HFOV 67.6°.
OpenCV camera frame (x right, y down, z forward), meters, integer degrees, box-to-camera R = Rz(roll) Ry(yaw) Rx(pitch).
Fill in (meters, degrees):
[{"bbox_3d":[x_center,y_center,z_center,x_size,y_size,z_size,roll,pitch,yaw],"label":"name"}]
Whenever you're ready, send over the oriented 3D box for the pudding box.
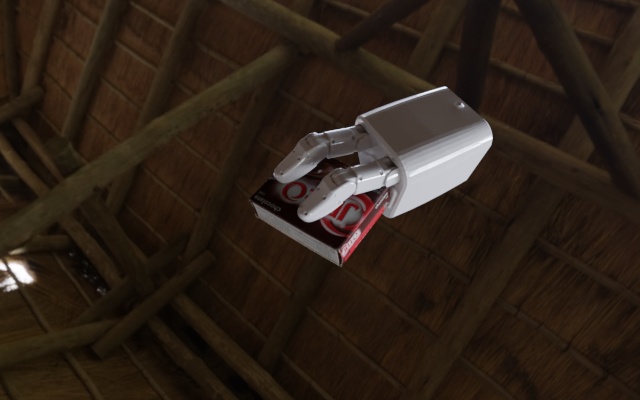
[{"bbox_3d":[0.000,0.002,0.482,0.113,0.090,0.039,26,-30,26],"label":"pudding box"}]
